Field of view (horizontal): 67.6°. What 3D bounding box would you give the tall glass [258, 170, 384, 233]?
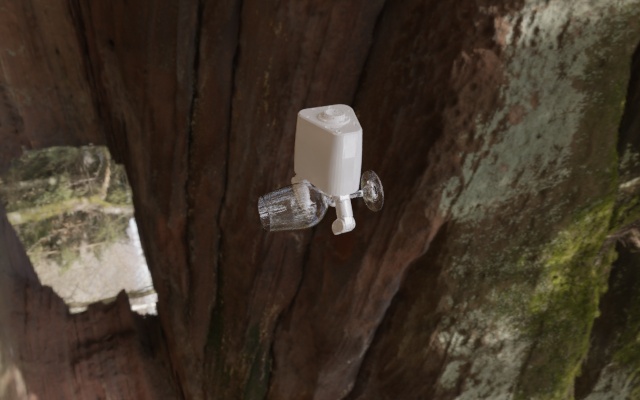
[{"bbox_3d":[0.001,0.003,0.794,0.201,0.079,0.079,-12,5,-22],"label":"tall glass"}]
